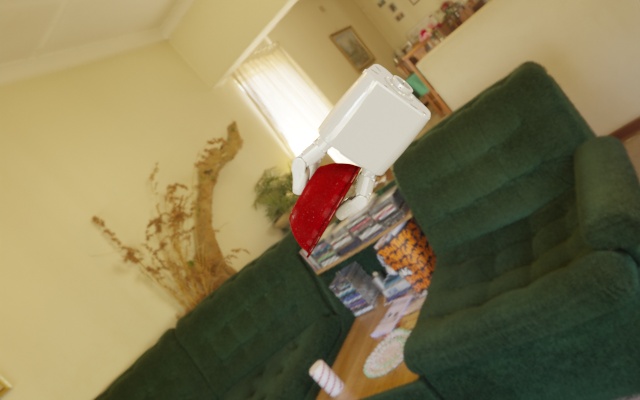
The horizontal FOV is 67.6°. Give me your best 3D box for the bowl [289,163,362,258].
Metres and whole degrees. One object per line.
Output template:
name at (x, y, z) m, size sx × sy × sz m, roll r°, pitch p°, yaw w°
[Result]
bowl at (-0.001, 0.003, 0.702) m, size 0.055 × 0.162 × 0.162 m, roll 30°, pitch 1°, yaw 3°
